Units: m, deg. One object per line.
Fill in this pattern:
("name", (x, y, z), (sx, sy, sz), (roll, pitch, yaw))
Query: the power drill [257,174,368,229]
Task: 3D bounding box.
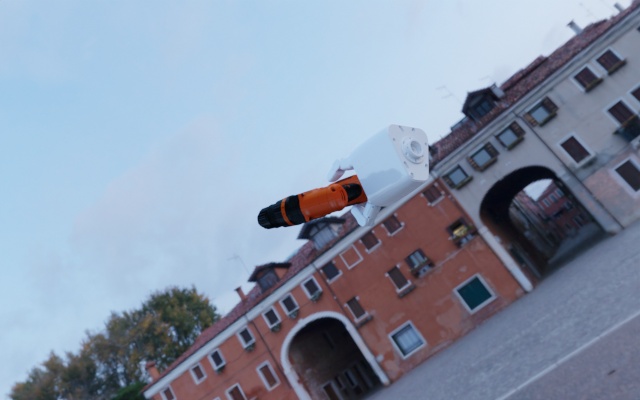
("power drill", (0.001, 0.003, 0.866), (0.184, 0.057, 0.187), (-15, 4, 35))
